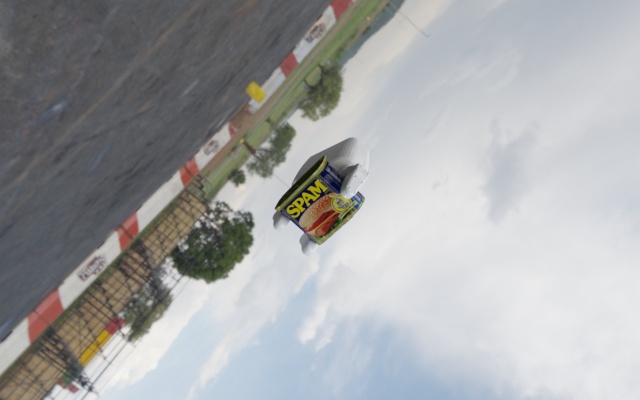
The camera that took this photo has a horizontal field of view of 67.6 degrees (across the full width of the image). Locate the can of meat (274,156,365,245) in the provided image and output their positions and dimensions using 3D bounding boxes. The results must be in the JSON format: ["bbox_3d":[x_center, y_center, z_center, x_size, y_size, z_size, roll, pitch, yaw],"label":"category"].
[{"bbox_3d":[0.000,0.002,0.679,0.102,0.084,0.057,-42,12,23],"label":"can of meat"}]
